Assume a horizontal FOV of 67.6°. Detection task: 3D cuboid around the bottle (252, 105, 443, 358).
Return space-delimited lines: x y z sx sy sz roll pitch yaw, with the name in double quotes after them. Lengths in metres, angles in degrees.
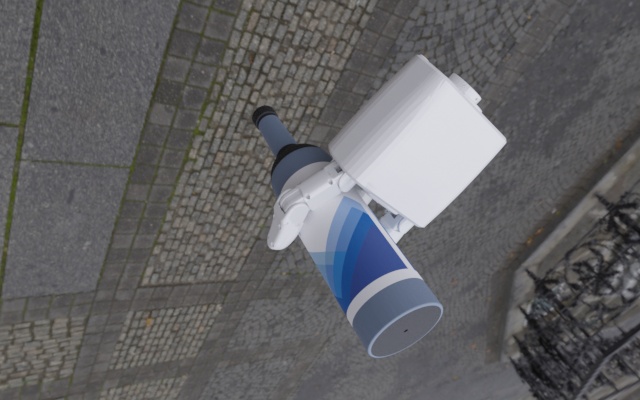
0.000 0.002 0.448 0.069 0.069 0.295 0 41 -36 "bottle"
